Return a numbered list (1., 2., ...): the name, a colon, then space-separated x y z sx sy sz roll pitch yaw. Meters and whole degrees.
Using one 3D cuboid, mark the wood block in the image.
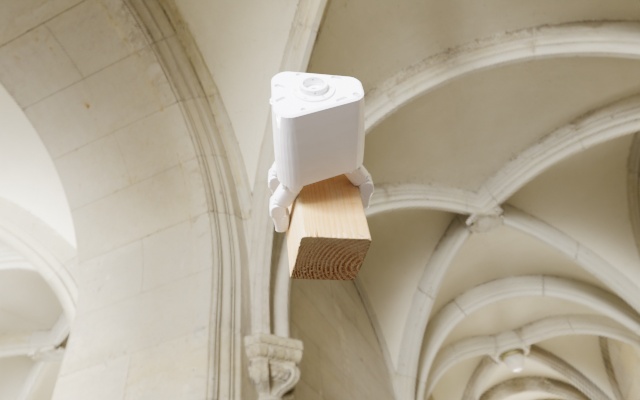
1. wood block: 0.000 0.002 0.672 0.091 0.206 0.090 4 -45 -13
